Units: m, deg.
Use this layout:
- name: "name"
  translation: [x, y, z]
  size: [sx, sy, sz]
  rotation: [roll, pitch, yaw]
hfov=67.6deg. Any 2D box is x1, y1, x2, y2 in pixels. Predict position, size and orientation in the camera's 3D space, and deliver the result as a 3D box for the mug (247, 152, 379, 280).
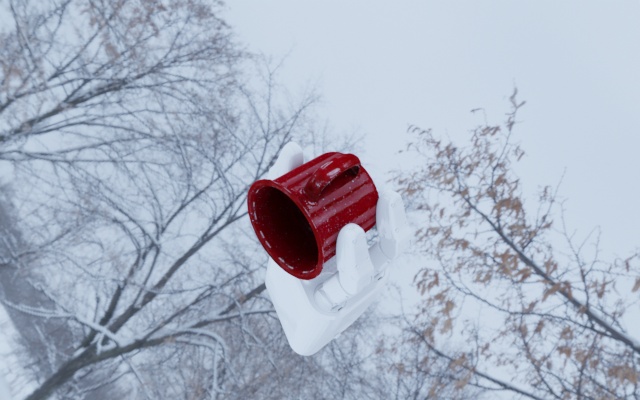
- name: "mug"
  translation: [0.001, 0.000, 0.404]
  size: [0.081, 0.093, 0.117]
  rotation: [-31, -21, -35]
